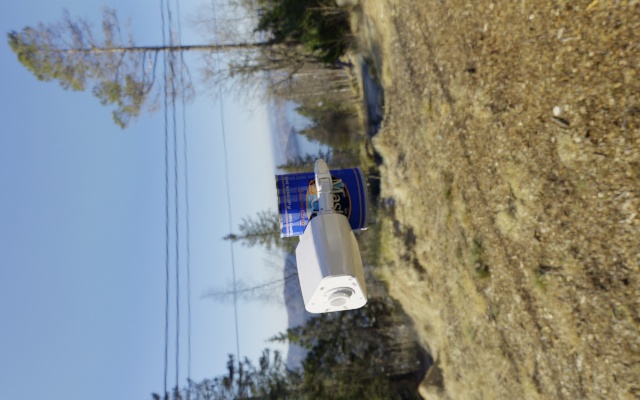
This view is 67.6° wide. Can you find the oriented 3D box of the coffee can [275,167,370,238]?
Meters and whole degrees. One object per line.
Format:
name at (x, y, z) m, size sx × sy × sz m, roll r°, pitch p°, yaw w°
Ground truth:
coffee can at (0.000, 0.002, 0.775) m, size 0.140 × 0.103 × 0.103 m, roll -5°, pitch 0°, yaw -6°
